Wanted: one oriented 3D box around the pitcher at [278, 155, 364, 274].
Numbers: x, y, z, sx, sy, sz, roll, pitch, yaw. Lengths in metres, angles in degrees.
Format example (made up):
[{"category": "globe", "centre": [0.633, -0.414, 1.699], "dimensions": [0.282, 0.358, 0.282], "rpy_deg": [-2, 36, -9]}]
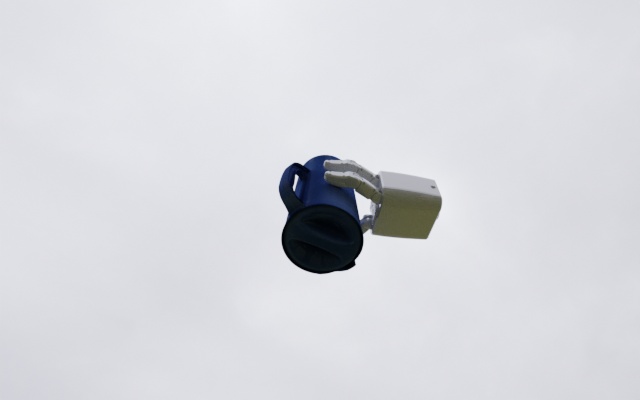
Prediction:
[{"category": "pitcher", "centre": [0.000, 0.003, 0.858], "dimensions": [0.145, 0.149, 0.242], "rpy_deg": [6, 29, -2]}]
